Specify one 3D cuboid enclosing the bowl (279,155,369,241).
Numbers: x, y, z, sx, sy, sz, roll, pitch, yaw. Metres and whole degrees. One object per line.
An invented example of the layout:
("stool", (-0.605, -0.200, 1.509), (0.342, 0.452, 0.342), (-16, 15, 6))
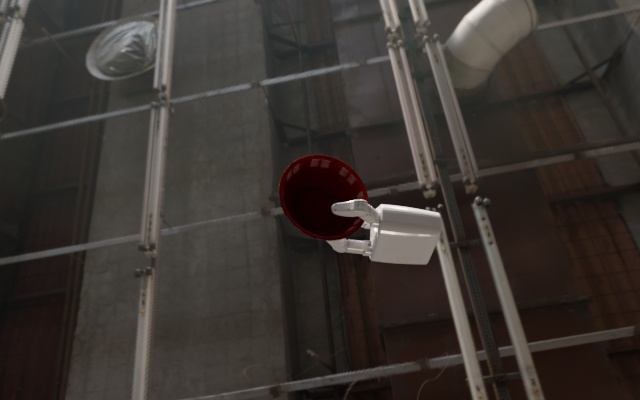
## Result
("bowl", (-0.001, 0.002, 0.835), (0.162, 0.162, 0.055), (0, -24, -19))
